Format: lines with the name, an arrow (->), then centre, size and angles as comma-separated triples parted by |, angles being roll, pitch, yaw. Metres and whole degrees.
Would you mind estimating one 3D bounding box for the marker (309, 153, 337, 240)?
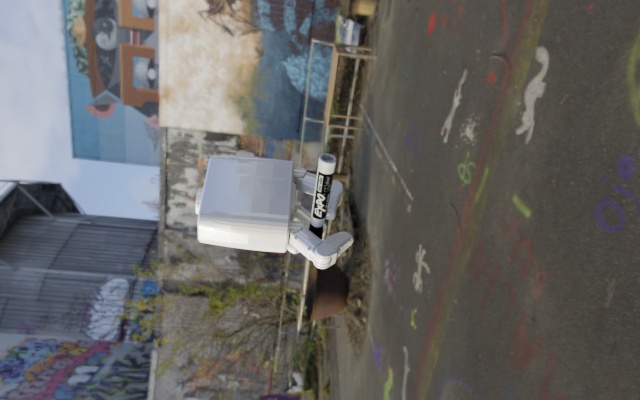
marker -> 0.000, 0.002, 0.543 | 0.020, 0.121, 0.020 | 6, 38, -5
